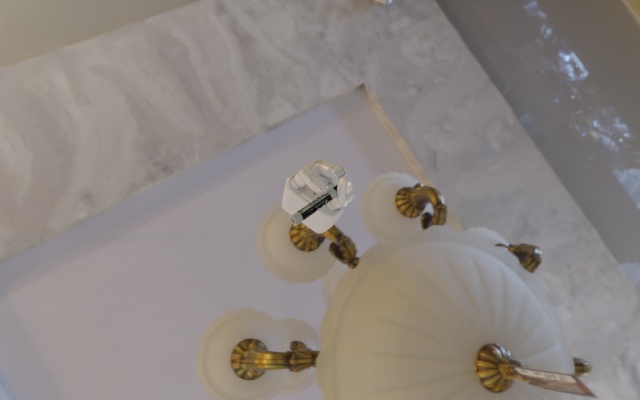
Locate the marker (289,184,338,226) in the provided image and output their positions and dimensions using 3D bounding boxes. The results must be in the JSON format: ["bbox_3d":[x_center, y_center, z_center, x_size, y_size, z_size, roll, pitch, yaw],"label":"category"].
[{"bbox_3d":[0.000,0.003,0.806,0.121,0.020,0.020,-35,15,-23],"label":"marker"}]
